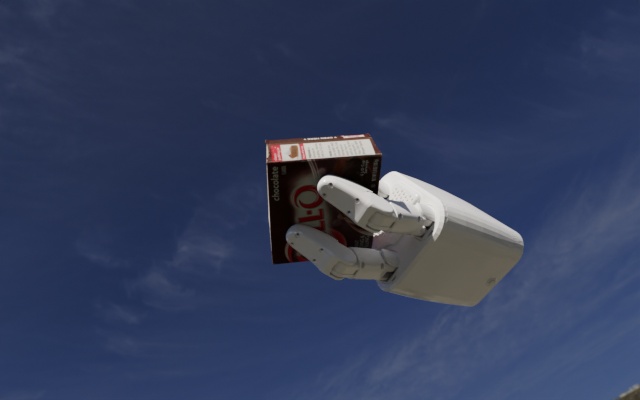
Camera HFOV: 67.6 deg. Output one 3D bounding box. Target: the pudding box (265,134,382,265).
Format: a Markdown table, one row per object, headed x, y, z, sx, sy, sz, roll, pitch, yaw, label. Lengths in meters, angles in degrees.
| x | y | z | sx | sy | sz | roll | pitch | yaw | label |
| --- | --- | --- | --- | --- | --- | --- | --- | --- | --- |
| 0.000 | 0.001 | 0.405 | 0.090 | 0.114 | 0.039 | -5 | 37 | -8 | pudding box |
